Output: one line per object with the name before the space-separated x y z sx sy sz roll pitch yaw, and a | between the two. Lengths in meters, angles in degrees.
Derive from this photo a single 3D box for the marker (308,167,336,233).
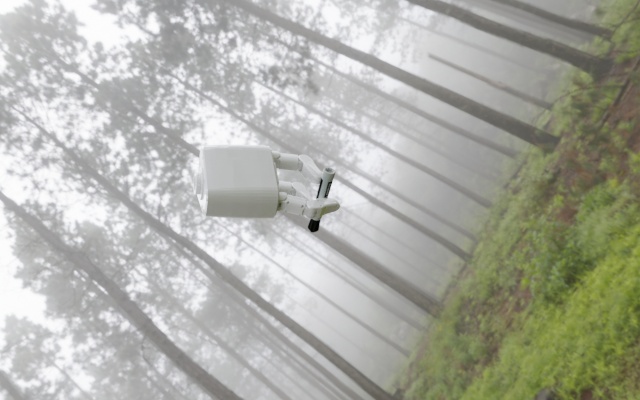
marker | 0.000 0.002 0.752 0.020 0.121 0.020 11 35 -8
